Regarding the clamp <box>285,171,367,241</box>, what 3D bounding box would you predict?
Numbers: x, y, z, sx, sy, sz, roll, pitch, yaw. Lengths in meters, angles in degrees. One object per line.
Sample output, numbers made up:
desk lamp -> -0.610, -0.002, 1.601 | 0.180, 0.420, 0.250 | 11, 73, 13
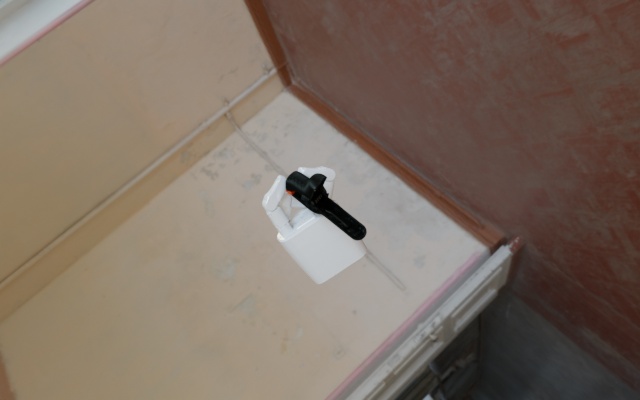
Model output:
clamp -> 0.000, 0.003, 0.702 | 0.039, 0.120, 0.171 | -39, 20, -11
